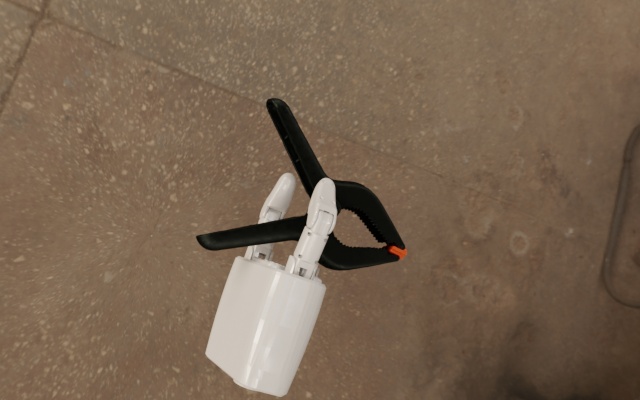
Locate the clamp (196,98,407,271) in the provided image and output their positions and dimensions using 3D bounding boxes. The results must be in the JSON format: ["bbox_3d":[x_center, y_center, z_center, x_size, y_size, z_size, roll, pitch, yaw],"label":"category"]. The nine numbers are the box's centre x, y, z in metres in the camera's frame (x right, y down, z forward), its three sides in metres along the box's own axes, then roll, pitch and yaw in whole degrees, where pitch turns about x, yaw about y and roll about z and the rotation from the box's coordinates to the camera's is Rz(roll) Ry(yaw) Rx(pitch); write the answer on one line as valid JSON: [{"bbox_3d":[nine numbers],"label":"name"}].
[{"bbox_3d":[0.001,0.002,0.490,0.210,0.164,0.036,22,-10,-17],"label":"clamp"}]
